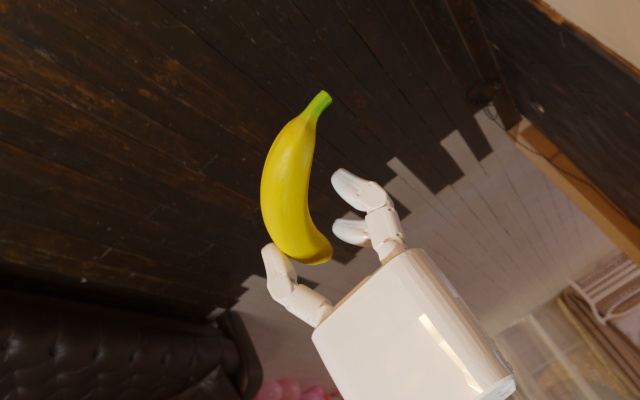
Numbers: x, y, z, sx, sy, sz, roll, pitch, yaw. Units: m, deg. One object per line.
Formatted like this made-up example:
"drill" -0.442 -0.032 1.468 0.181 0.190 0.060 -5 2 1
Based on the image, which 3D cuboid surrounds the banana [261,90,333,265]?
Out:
"banana" -0.016 0.006 0.399 0.069 0.198 0.037 -24 53 -20
